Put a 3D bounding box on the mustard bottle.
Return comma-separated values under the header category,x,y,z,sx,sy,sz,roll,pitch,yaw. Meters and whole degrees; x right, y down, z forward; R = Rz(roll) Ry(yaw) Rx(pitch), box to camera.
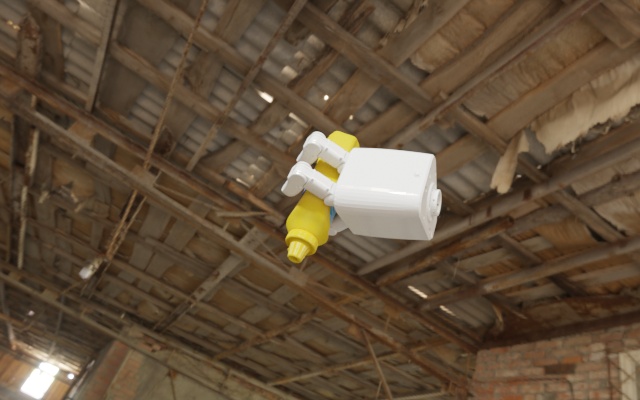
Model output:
category,x,y,z,sx,sy,sz,roll,pitch,yaw
mustard bottle,0.000,0.002,0.645,0.058,0.191,0.096,21,-36,5
